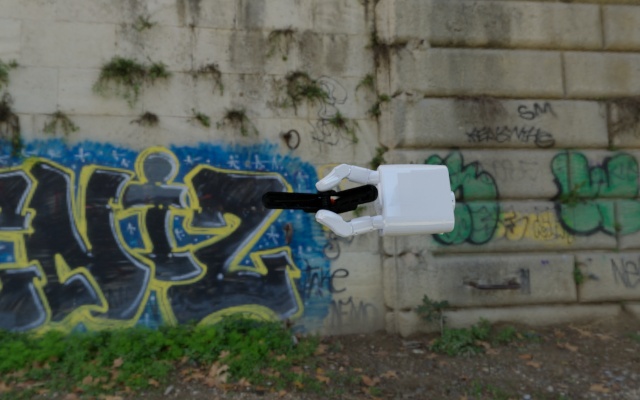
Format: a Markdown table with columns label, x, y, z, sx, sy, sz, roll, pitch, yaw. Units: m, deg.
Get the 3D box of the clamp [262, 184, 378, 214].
| label | x | y | z | sx | sy | sz | roll | pitch | yaw |
| --- | --- | --- | --- | --- | --- | --- | --- | --- | --- |
| clamp | 0.000 | 0.002 | 0.755 | 0.164 | 0.036 | 0.210 | -2 | -5 | 1 |
